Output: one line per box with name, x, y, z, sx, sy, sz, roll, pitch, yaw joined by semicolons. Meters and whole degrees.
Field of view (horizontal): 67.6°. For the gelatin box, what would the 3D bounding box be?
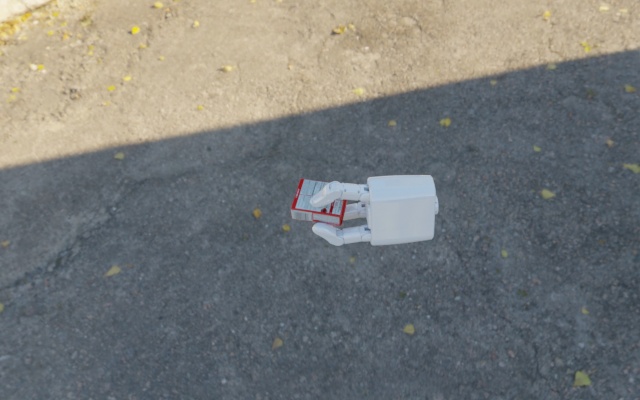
gelatin box;0.000;0.002;0.818;0.089;0.073;0.030;8;-40;8
